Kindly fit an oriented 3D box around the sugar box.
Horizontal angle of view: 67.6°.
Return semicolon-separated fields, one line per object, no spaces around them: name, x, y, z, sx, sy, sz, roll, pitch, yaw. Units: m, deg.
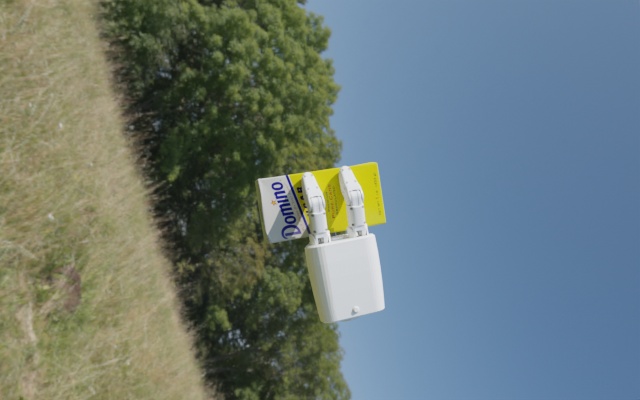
sugar box;0.000;0.002;0.689;0.176;0.093;0.048;-10;2;-15
